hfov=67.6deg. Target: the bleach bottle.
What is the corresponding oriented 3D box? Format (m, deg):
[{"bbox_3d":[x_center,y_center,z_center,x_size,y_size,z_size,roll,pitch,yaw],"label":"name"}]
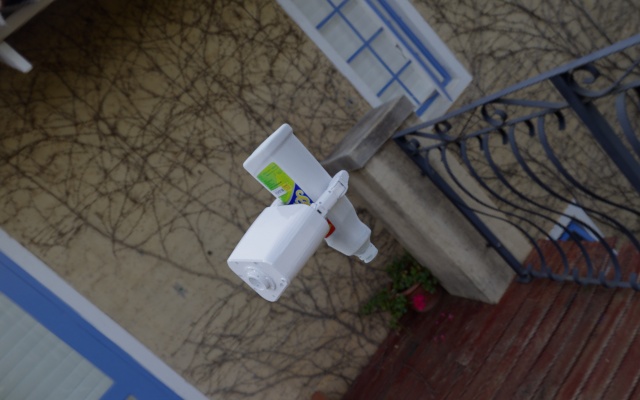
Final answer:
[{"bbox_3d":[0.000,0.002,0.744,0.102,0.251,0.068,-29,21,53],"label":"bleach bottle"}]
